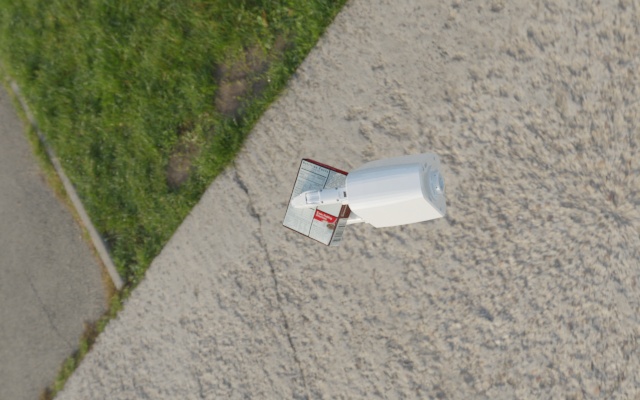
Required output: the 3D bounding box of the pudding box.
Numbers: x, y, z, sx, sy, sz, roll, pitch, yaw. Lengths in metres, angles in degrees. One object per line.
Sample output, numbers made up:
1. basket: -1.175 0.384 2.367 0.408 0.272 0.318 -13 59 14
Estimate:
1. pudding box: 0.000 0.002 0.717 0.090 0.113 0.039 23 9 27
